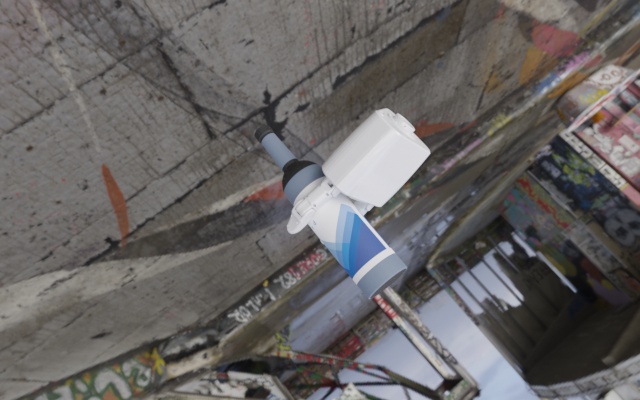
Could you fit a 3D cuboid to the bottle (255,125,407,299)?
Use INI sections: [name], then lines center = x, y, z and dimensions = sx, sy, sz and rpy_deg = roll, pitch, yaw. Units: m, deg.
[bottle]
center = 0.000, 0.002, 0.675
dimensions = 0.069, 0.295, 0.069
rpy_deg = -35, -19, -14
